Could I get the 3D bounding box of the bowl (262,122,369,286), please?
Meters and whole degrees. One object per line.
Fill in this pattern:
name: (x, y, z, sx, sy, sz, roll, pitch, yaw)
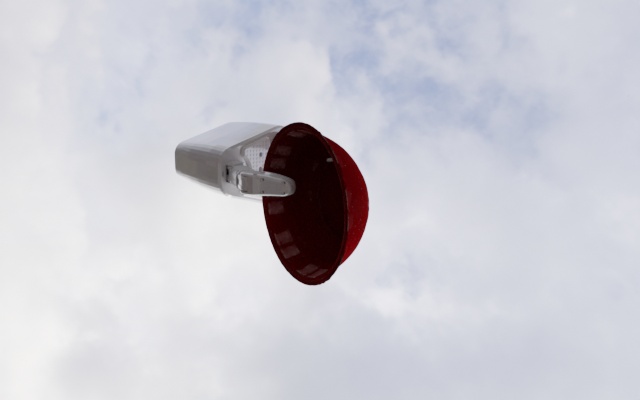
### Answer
bowl: (0.001, 0.002, 0.484, 0.055, 0.162, 0.162, -7, 4, -33)
